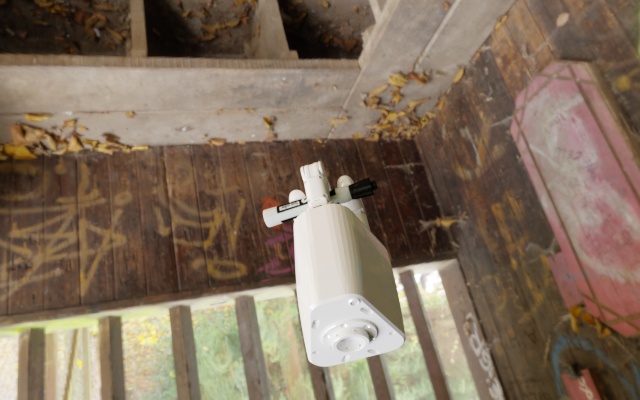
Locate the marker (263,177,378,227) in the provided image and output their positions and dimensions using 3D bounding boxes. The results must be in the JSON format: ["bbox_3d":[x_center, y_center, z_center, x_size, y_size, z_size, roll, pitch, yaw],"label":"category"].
[{"bbox_3d":[0.000,0.002,0.493,0.121,0.020,0.020,-17,-2,8],"label":"marker"}]
